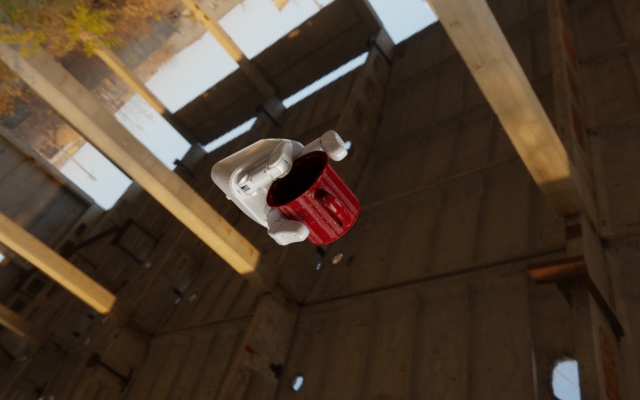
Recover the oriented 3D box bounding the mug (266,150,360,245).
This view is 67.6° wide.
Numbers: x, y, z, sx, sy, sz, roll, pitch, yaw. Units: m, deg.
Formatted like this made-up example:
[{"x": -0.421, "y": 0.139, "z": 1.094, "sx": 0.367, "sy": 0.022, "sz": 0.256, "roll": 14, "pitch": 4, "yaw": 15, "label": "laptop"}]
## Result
[{"x": 0.001, "y": 0.002, "z": 0.574, "sx": 0.081, "sy": 0.093, "sz": 0.117, "roll": 48, "pitch": -13, "yaw": -28, "label": "mug"}]
